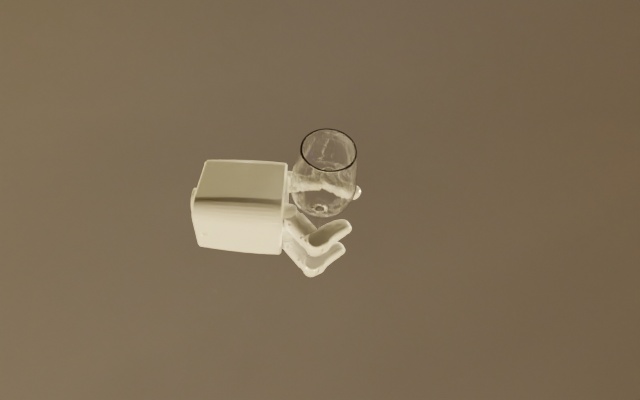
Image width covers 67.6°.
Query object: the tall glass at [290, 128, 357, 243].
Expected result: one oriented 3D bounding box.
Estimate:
[{"bbox_3d":[0.000,0.002,0.593,0.079,0.079,0.201,0,-35,-7],"label":"tall glass"}]
